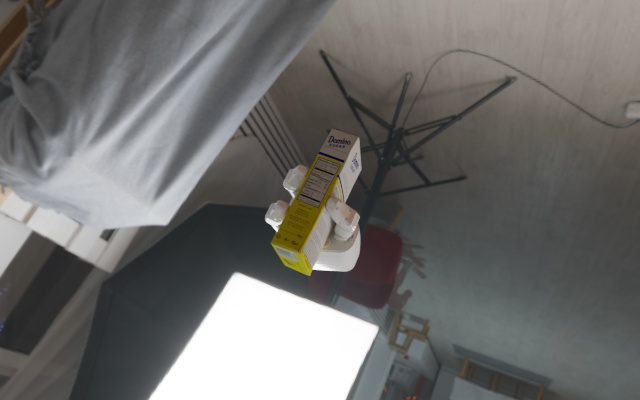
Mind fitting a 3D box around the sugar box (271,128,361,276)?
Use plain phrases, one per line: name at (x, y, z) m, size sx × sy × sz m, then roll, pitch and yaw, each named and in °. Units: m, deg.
sugar box at (0.000, 0.002, 0.631) m, size 0.048 × 0.176 × 0.093 m, roll 19°, pitch -22°, yaw 15°
